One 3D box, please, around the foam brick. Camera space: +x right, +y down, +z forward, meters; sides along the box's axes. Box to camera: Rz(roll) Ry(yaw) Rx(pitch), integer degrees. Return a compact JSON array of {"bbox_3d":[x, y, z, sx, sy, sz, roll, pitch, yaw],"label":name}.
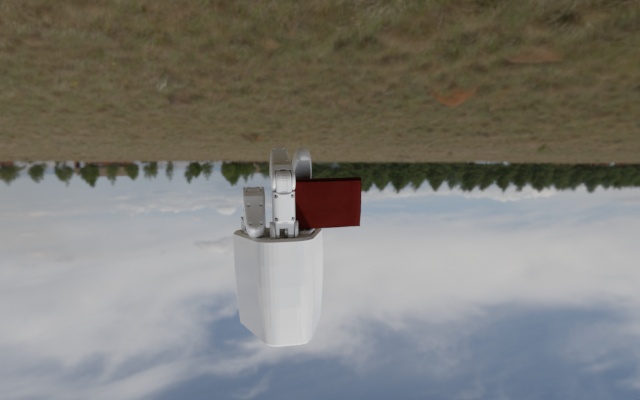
[{"bbox_3d":[0.000,0.002,0.509,0.078,0.051,0.053,-2,3,-10],"label":"foam brick"}]
